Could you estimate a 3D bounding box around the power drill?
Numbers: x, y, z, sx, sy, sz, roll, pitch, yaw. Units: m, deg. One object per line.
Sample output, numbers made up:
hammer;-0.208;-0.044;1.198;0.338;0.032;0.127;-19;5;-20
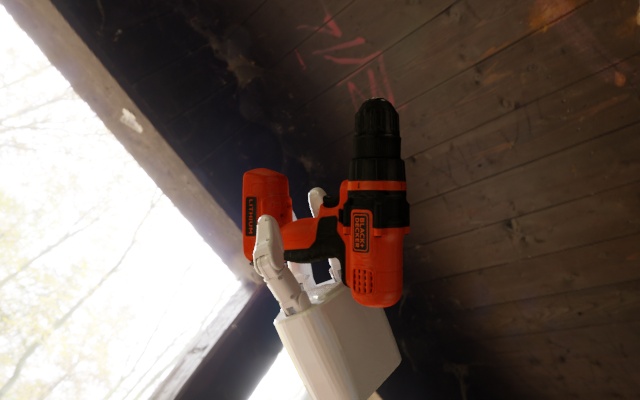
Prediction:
power drill;0.000;0.002;0.469;0.187;0.184;0.057;0;-1;44
